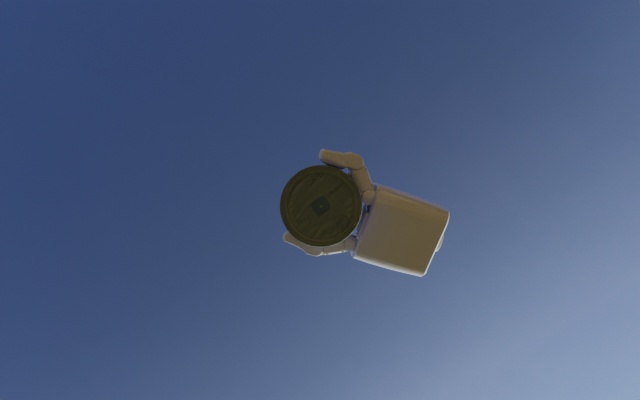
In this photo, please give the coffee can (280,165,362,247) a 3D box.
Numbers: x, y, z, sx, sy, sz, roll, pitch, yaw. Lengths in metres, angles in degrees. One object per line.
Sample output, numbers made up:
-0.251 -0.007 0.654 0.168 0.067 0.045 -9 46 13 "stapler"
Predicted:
0.000 0.002 0.660 0.103 0.103 0.140 0 4 -1 "coffee can"
